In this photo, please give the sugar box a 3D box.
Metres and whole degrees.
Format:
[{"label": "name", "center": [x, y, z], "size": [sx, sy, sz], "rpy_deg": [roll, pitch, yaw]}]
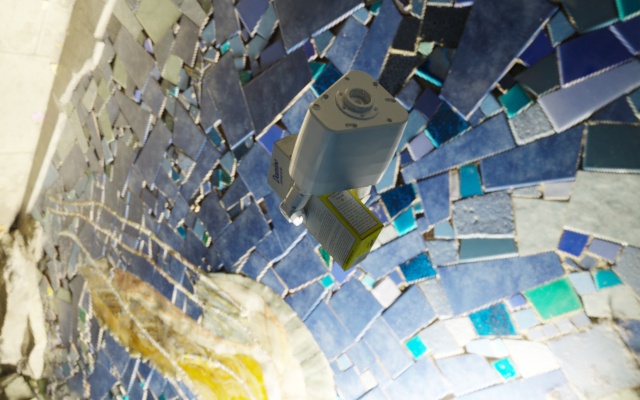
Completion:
[{"label": "sugar box", "center": [0.001, 0.002, 0.631], "size": [0.048, 0.176, 0.093], "rpy_deg": [-28, -24, -28]}]
